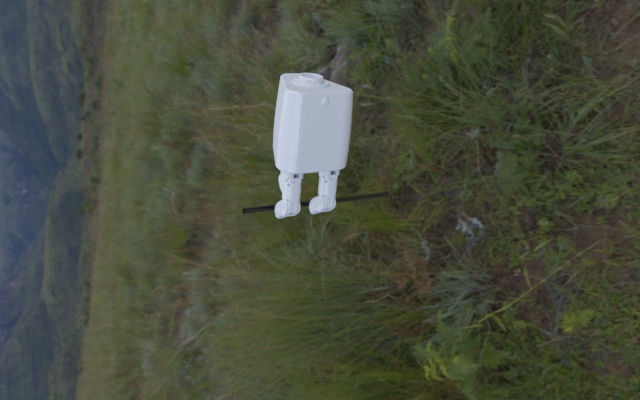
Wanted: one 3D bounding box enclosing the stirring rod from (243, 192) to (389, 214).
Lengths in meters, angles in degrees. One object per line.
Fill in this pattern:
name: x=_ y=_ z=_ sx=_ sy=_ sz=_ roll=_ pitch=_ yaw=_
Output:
stirring rod: x=0.000 y=0.002 z=0.720 sx=0.239 sy=0.011 sz=0.011 roll=-7 pitch=3 yaw=-25
